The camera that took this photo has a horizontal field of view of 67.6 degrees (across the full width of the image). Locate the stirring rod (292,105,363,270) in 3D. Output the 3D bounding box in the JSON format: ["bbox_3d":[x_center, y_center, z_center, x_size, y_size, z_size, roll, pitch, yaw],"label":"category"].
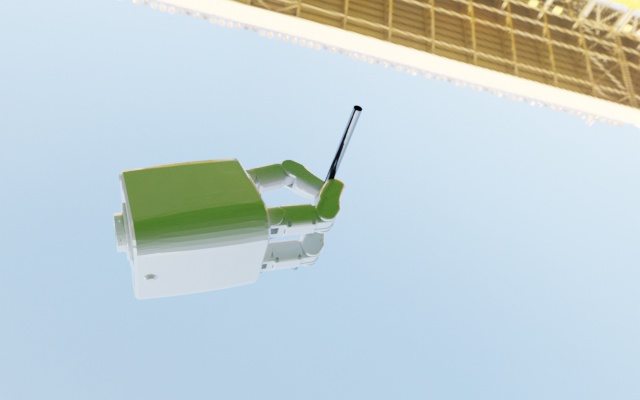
[{"bbox_3d":[0.000,0.001,0.480,0.011,0.011,0.240,0,-40,-20],"label":"stirring rod"}]
